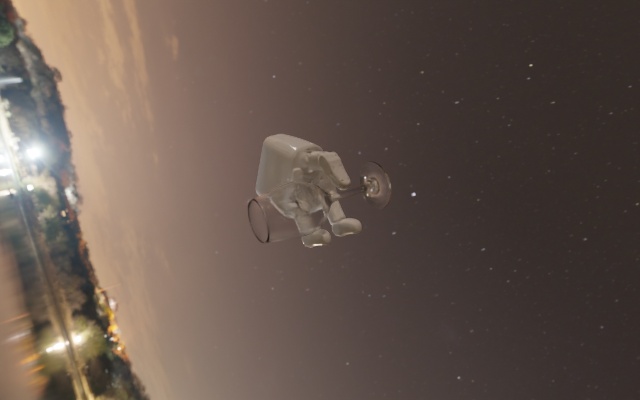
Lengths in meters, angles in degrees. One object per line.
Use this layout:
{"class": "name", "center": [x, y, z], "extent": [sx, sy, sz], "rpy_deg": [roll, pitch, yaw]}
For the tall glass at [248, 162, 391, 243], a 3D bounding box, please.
{"class": "tall glass", "center": [0.001, 0.002, 0.680], "extent": [0.201, 0.079, 0.079], "rpy_deg": [-17, 8, -29]}
